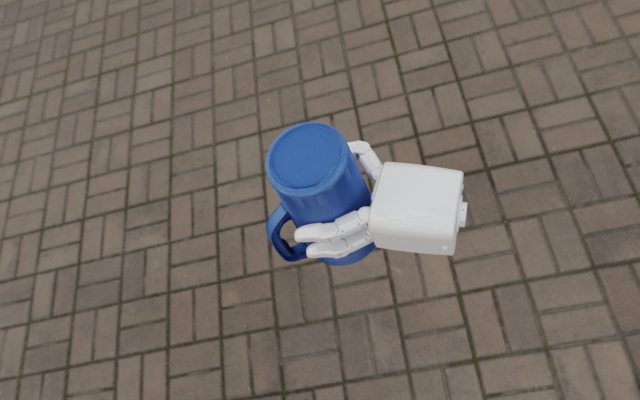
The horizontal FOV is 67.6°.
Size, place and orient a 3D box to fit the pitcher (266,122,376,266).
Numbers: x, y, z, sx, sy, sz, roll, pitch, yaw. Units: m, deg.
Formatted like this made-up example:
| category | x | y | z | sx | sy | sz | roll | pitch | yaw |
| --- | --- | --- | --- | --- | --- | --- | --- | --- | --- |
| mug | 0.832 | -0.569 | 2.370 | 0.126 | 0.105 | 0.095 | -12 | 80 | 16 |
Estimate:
| category | x | y | z | sx | sy | sz | roll | pitch | yaw |
| --- | --- | --- | --- | --- | --- | --- | --- | --- | --- |
| pitcher | 0.000 | 0.002 | 0.686 | 0.145 | 0.149 | 0.243 | 8 | -23 | 18 |
